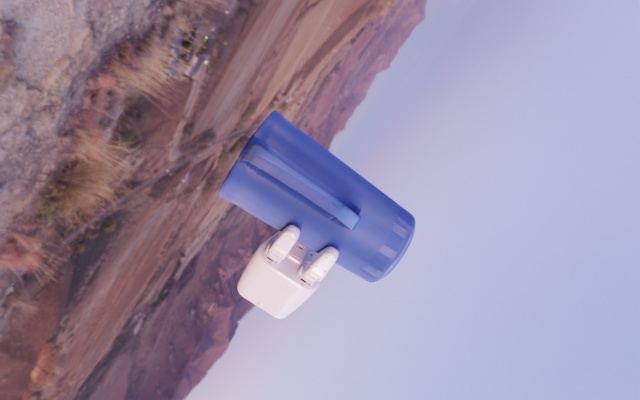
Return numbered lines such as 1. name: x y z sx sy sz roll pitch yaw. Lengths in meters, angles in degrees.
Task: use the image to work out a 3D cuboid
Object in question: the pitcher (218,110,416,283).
1. pitcher: 0.000 0.002 0.618 0.243 0.145 0.149 33 41 -5
